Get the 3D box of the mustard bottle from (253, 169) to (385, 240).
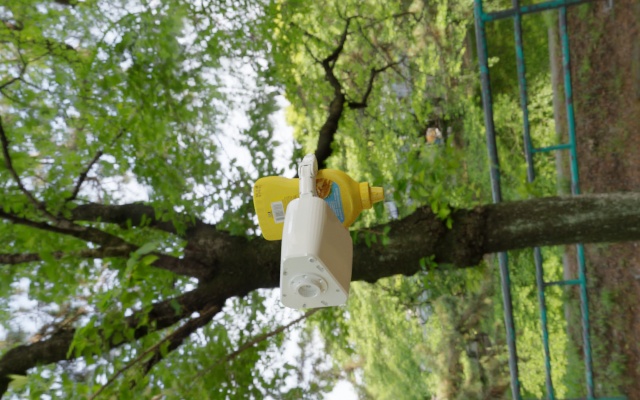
[{"bbox_3d":[0.000,0.002,0.721,0.191,0.096,0.058,-8,15,10],"label":"mustard bottle"}]
